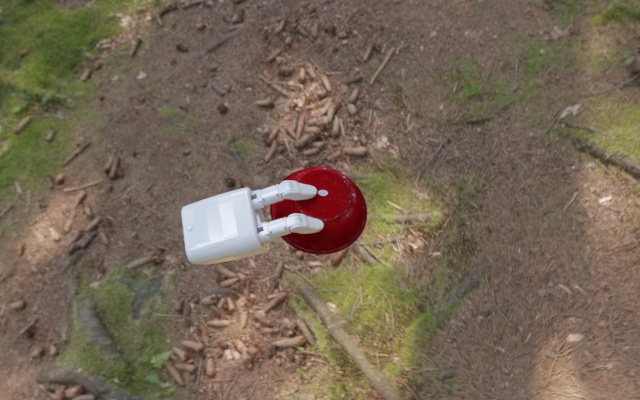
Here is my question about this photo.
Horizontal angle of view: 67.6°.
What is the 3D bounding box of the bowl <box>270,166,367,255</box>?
[{"bbox_3d":[0.001,0.002,0.765,0.162,0.162,0.055,0,-28,-7],"label":"bowl"}]
